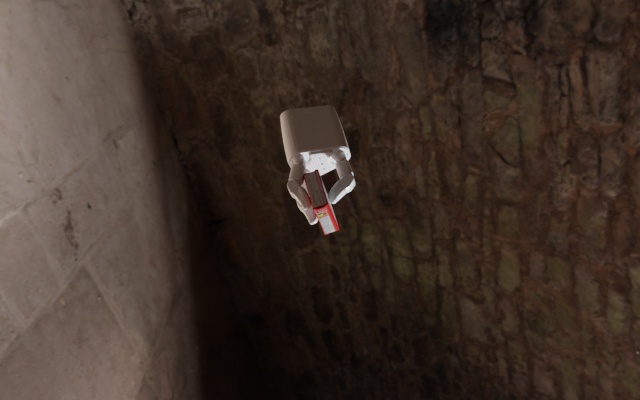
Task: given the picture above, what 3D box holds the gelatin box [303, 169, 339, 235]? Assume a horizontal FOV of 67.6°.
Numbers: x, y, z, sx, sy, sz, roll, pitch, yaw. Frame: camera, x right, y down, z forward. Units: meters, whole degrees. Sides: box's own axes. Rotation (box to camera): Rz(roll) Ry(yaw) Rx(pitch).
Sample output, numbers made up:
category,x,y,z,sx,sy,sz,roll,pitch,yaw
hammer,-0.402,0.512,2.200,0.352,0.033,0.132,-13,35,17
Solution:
category,x,y,z,sx,sy,sz,roll,pitch,yaw
gelatin box,0.001,0.003,0.820,0.030,0.089,0.073,-20,-43,2
